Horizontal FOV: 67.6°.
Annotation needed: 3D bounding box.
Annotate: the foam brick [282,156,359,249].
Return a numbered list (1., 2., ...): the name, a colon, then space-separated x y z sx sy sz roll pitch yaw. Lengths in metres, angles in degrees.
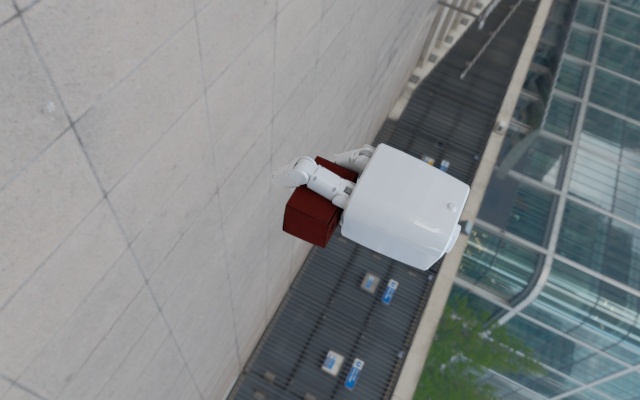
1. foam brick: 0.000 0.002 0.517 0.051 0.078 0.053 25 -32 9
